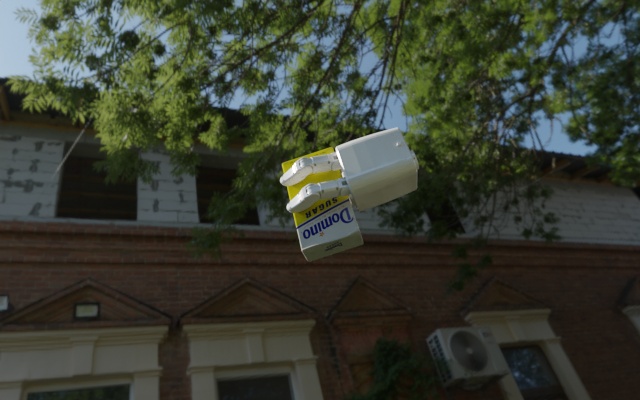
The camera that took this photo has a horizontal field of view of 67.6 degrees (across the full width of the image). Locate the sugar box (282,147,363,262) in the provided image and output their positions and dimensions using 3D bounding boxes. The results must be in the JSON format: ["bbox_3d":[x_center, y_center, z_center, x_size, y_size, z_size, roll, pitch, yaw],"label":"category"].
[{"bbox_3d":[0.000,0.002,0.765,0.093,0.176,0.048,-19,-38,3],"label":"sugar box"}]
